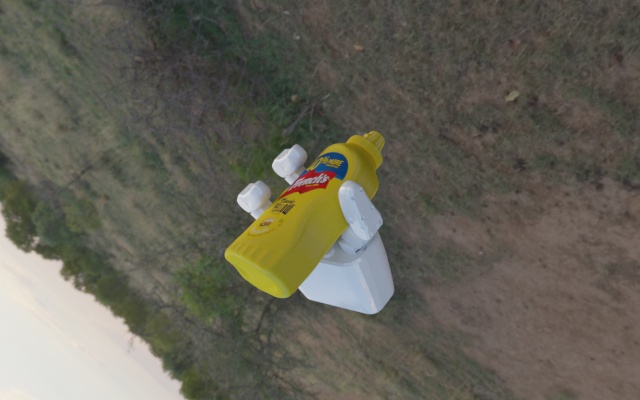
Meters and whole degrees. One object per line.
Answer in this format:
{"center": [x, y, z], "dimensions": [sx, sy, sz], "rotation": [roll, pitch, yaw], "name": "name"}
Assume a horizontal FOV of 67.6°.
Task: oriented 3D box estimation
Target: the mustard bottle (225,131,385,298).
{"center": [0.000, 0.001, 0.454], "dimensions": [0.191, 0.058, 0.096], "rotation": [-48, 25, -22], "name": "mustard bottle"}
